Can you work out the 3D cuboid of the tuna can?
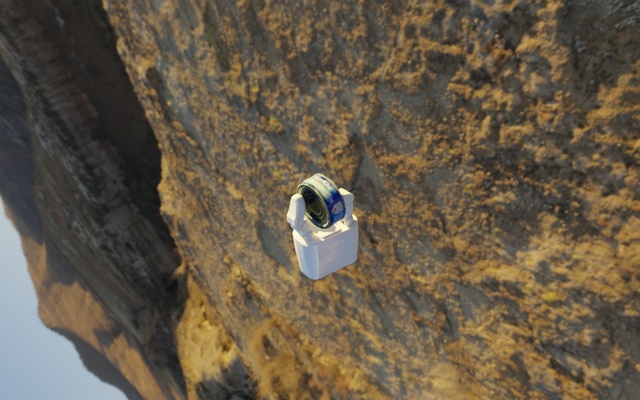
[{"bbox_3d":[0.000,0.003,0.768,0.033,0.086,0.086,-32,16,-28],"label":"tuna can"}]
